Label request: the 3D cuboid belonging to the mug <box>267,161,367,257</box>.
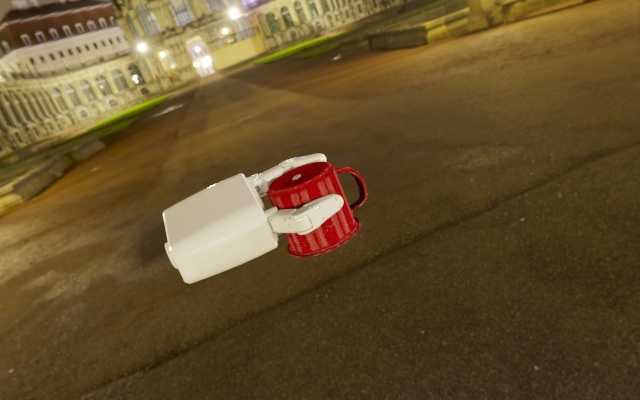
[{"bbox_3d":[0.001,0.001,0.556,0.117,0.081,0.093,-26,19,-10],"label":"mug"}]
